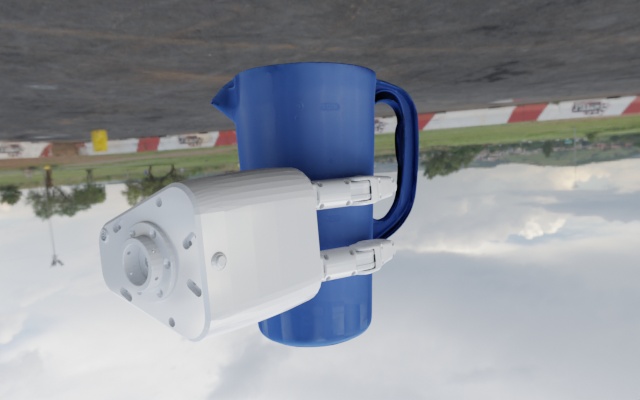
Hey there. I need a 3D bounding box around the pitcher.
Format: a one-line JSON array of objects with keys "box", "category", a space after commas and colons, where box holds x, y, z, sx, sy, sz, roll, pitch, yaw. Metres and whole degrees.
[{"box": [0.000, 0.001, 0.445, 0.149, 0.243, 0.145, 0, 5, 35], "category": "pitcher"}]
